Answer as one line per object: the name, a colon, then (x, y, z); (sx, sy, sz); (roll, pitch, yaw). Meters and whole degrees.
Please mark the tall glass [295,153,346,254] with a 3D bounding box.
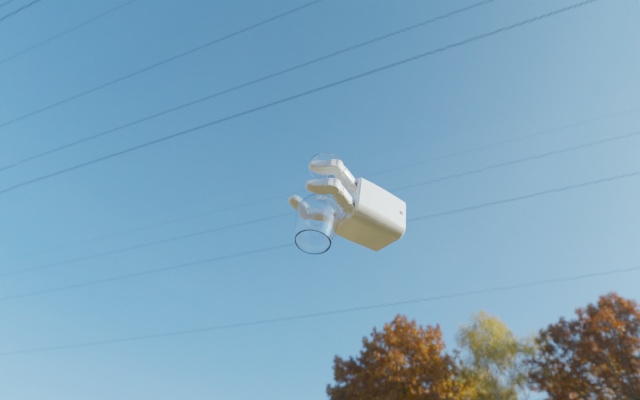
tall glass: (0.000, 0.002, 0.869); (0.079, 0.079, 0.200); (0, 43, 11)
